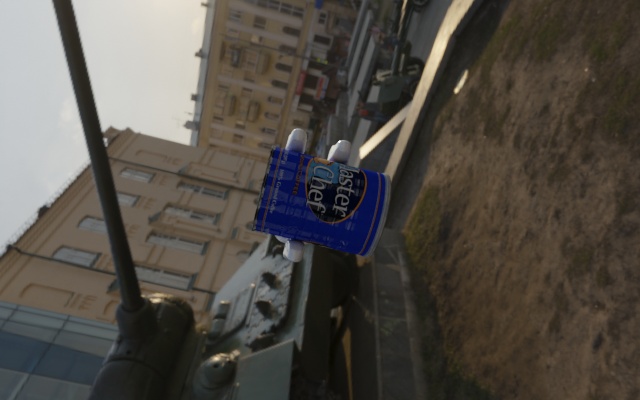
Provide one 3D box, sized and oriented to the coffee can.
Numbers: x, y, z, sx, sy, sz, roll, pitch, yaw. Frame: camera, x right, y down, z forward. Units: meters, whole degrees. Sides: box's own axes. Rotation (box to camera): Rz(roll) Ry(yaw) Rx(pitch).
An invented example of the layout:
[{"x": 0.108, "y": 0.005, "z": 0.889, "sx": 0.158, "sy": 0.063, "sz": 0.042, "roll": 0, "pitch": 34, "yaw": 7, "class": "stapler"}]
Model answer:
[{"x": 0.000, "y": 0.002, "z": 0.561, "sx": 0.140, "sy": 0.103, "sz": 0.103, "roll": 14, "pitch": -1, "yaw": -6, "class": "coffee can"}]
